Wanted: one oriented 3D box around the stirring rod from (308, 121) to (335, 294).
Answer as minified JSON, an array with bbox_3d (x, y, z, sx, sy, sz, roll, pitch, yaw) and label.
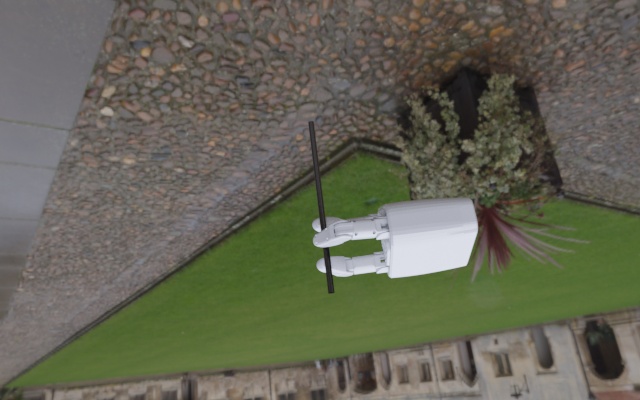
[{"bbox_3d":[0.000,0.002,0.630,0.011,0.239,0.011,-6,-20,-2],"label":"stirring rod"}]
